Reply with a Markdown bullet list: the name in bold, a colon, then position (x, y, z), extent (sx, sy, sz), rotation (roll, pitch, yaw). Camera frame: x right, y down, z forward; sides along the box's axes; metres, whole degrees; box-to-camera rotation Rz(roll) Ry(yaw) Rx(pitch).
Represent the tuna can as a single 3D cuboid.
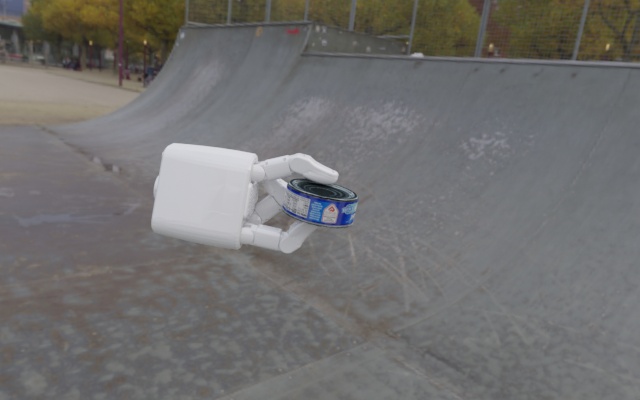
- **tuna can**: position (0.000, 0.001, 0.554), extent (0.086, 0.034, 0.086), rotation (12, 14, -3)
